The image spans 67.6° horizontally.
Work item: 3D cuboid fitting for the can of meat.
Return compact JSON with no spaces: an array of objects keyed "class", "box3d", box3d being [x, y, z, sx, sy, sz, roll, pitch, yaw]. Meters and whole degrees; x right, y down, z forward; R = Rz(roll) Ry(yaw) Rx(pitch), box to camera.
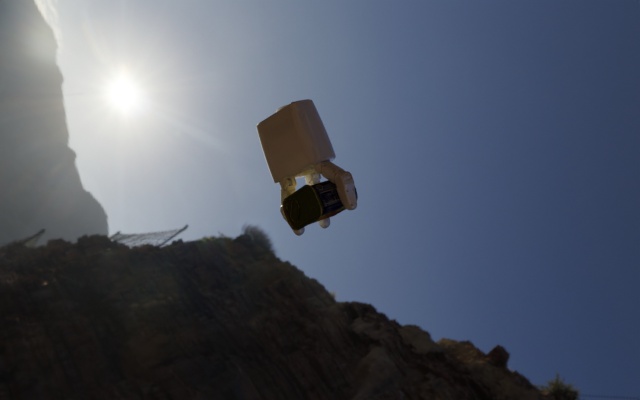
[{"class":"can of meat","box3d":[0.000,0.003,0.782,0.084,0.057,0.102,-18,-8,-36]}]
